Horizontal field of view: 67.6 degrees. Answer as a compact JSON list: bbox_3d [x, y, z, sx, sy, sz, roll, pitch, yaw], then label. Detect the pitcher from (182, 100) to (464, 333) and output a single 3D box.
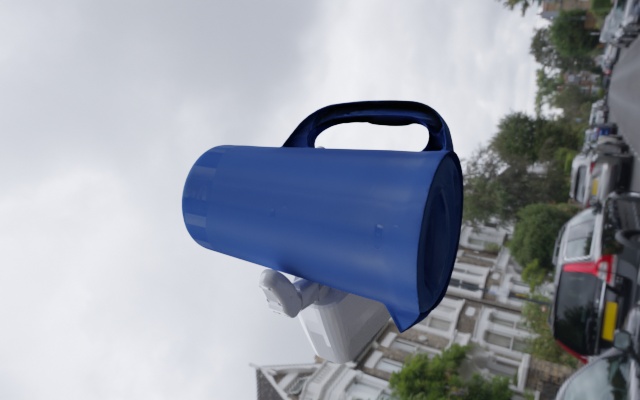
[{"bbox_3d":[0.000,0.002,0.433,0.243,0.145,0.149,9,43,27],"label":"pitcher"}]
